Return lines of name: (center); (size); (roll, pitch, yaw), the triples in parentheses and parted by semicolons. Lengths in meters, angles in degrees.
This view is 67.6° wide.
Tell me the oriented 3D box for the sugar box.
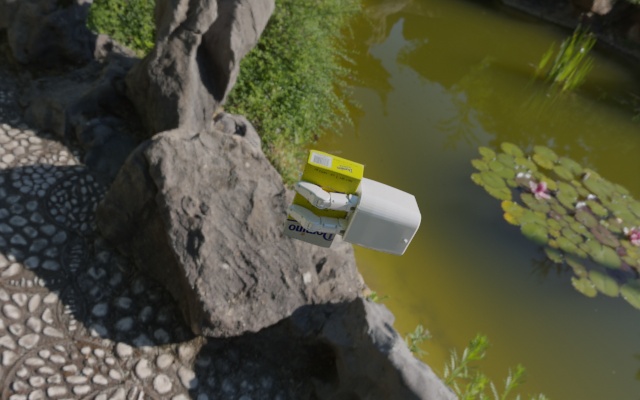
sugar box: (0.000, 0.003, 0.811); (0.093, 0.176, 0.048); (17, 40, -4)
